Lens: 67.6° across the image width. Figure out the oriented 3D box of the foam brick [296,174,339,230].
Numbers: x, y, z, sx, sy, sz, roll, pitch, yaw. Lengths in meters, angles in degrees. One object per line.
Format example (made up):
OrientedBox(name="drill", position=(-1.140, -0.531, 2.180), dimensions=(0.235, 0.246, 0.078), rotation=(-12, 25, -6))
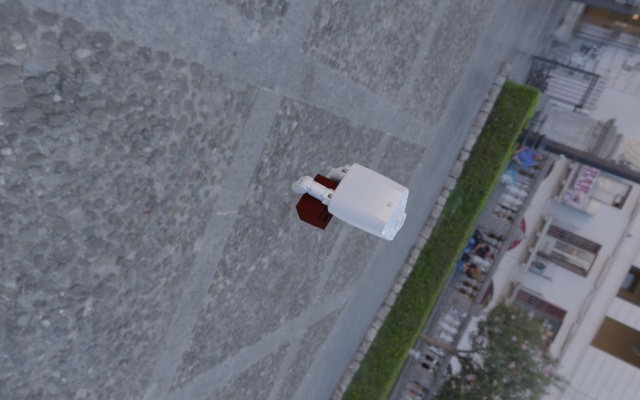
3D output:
OrientedBox(name="foam brick", position=(0.000, 0.003, 0.848), dimensions=(0.051, 0.078, 0.053), rotation=(26, -20, 20))
